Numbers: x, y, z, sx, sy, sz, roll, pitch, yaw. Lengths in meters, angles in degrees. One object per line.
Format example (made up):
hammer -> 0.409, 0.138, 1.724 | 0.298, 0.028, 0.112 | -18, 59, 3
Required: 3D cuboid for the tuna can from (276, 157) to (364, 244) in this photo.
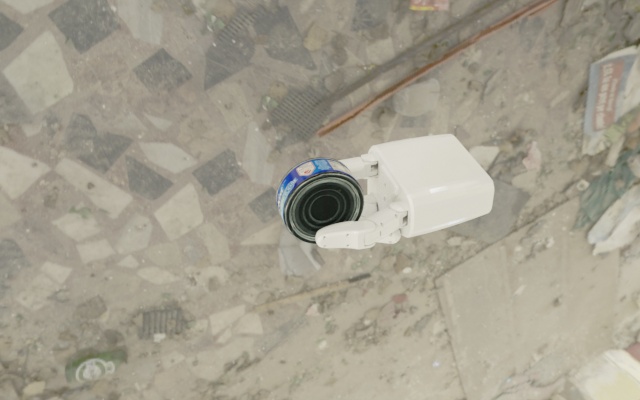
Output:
tuna can -> 0.000, 0.002, 0.482 | 0.086, 0.086, 0.033 | 0, 30, -20
